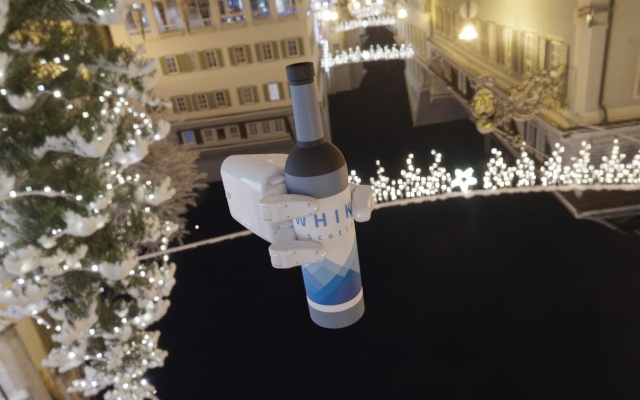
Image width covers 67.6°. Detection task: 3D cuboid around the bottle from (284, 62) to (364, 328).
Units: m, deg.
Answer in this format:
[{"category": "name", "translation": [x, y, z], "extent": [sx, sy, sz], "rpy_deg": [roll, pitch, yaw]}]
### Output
[{"category": "bottle", "translation": [0.000, 0.002, 0.519], "extent": [0.069, 0.296, 0.069], "rpy_deg": [-7, 25, 3]}]
